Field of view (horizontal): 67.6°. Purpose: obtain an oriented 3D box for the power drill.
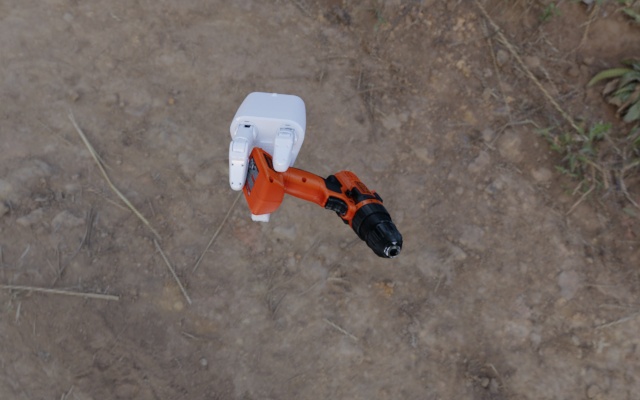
[{"bbox_3d":[0.000,0.002,0.609,0.188,0.057,0.184,16,21,-28],"label":"power drill"}]
